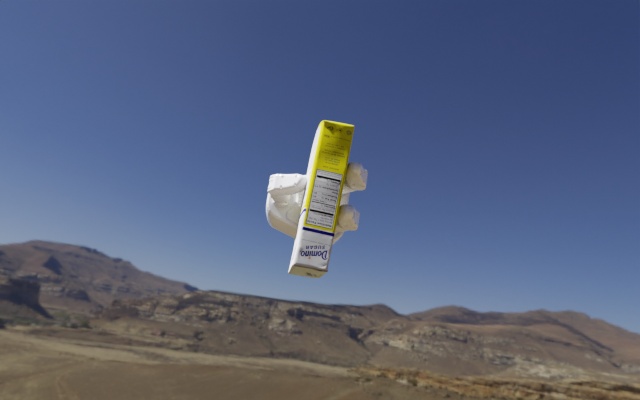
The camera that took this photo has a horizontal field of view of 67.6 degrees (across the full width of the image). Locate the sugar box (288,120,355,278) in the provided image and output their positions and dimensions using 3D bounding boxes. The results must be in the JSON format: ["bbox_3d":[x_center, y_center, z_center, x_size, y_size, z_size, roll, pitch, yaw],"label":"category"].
[{"bbox_3d":[0.001,0.002,0.576,0.048,0.176,0.093,10,-14,-5],"label":"sugar box"}]
